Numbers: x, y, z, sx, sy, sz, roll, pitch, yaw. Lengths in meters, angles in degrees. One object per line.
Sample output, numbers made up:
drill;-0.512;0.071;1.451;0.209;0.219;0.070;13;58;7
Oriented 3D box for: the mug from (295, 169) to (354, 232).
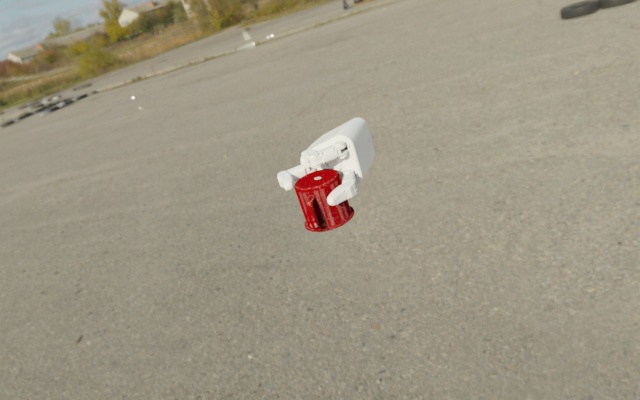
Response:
mug;0.000;0.003;0.822;0.093;0.081;0.117;-7;26;25
